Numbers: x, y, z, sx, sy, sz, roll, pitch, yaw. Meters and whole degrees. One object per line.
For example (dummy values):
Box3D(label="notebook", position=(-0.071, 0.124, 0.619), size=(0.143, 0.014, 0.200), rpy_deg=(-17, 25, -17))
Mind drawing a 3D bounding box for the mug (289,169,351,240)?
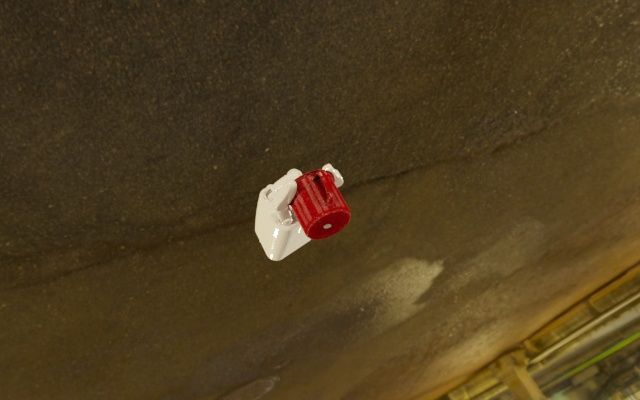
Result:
Box3D(label="mug", position=(0.001, 0.002, 0.770), size=(0.093, 0.081, 0.117), rpy_deg=(-13, -34, -24))
